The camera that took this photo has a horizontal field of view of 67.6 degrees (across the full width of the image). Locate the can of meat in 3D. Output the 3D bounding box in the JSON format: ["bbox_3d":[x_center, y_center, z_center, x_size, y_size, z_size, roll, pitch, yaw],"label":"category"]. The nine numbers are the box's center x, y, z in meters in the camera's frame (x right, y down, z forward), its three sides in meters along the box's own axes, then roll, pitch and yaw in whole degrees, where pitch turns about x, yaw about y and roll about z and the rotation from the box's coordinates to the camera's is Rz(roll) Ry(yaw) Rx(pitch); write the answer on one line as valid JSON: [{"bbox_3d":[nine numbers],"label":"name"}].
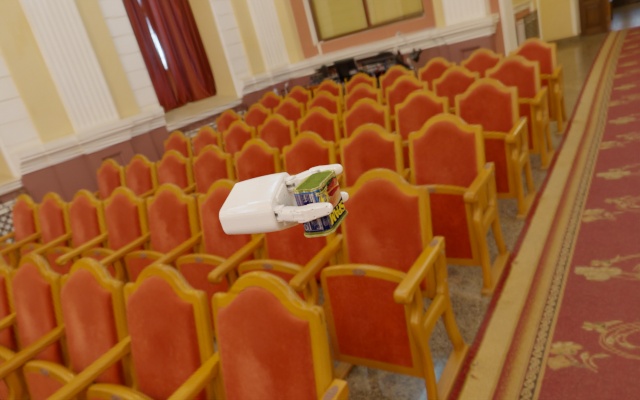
[{"bbox_3d":[0.000,0.002,0.818,0.057,0.084,0.102,-7,20,26],"label":"can of meat"}]
